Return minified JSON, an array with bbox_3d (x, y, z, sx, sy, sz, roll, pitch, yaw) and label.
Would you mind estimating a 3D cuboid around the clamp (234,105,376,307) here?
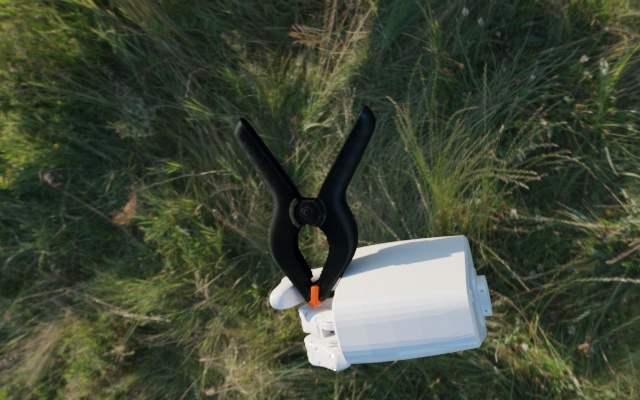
[{"bbox_3d":[0.000,0.002,0.406,0.120,0.171,0.039,-12,6,17],"label":"clamp"}]
